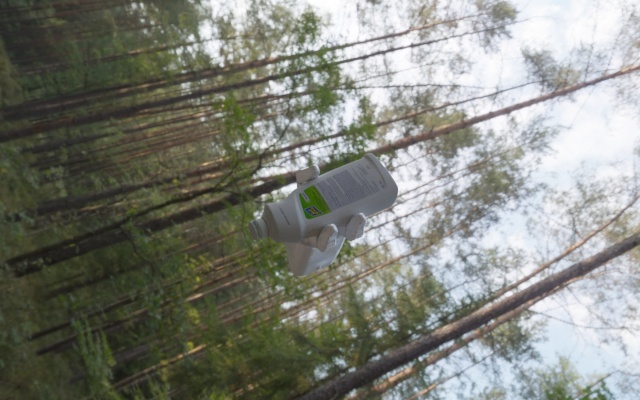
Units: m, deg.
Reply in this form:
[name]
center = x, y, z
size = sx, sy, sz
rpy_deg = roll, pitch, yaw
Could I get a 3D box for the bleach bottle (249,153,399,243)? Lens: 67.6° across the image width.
[bleach bottle]
center = 0.000, 0.003, 0.772
size = 0.251, 0.102, 0.068
rpy_deg = -19, -33, -26
